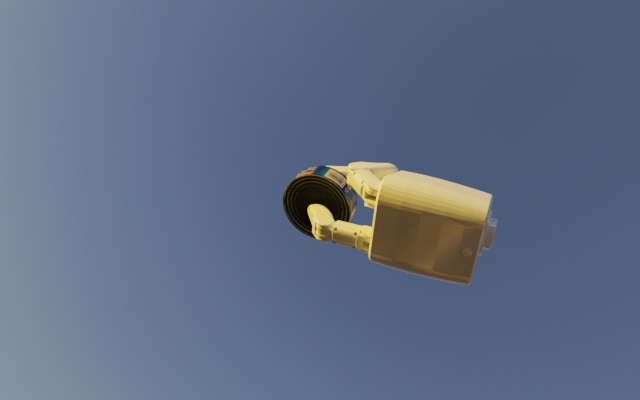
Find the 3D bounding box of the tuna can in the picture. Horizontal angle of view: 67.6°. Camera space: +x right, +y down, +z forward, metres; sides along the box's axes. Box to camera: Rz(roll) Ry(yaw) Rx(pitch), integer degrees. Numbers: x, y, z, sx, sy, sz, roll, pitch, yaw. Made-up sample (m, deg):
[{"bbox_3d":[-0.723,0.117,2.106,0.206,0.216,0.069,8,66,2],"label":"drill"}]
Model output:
[{"bbox_3d":[0.000,0.002,0.578,0.086,0.086,0.033,0,27,23],"label":"tuna can"}]
